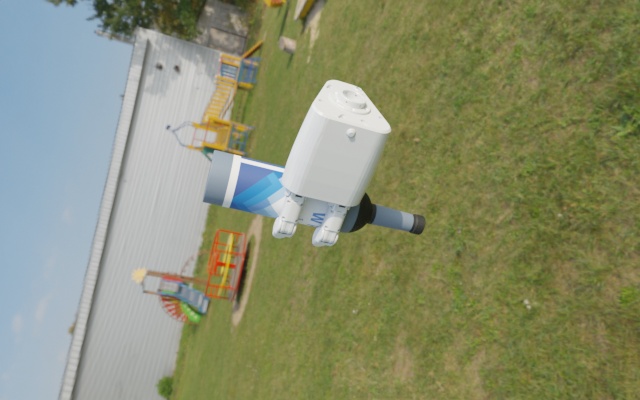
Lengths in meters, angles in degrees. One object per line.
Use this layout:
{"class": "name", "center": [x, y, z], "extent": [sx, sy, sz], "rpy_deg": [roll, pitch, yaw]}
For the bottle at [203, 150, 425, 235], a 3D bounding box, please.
{"class": "bottle", "center": [0.000, 0.002, 0.627], "extent": [0.296, 0.069, 0.069], "rpy_deg": [13, -3, -14]}
